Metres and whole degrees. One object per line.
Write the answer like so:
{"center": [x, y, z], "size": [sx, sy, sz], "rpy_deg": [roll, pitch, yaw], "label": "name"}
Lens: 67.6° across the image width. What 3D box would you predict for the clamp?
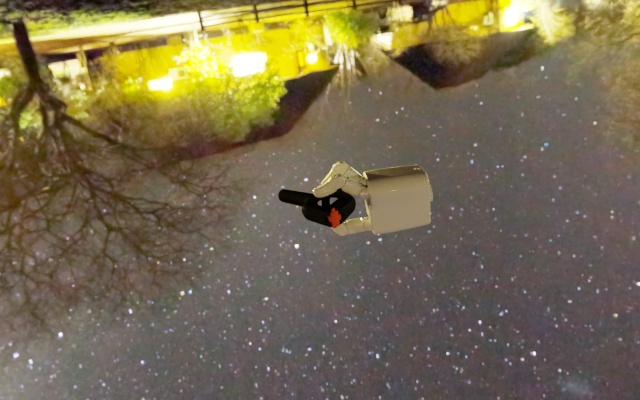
{"center": [0.001, 0.004, 0.863], "size": [0.164, 0.036, 0.210], "rpy_deg": [-10, 18, 2], "label": "clamp"}
